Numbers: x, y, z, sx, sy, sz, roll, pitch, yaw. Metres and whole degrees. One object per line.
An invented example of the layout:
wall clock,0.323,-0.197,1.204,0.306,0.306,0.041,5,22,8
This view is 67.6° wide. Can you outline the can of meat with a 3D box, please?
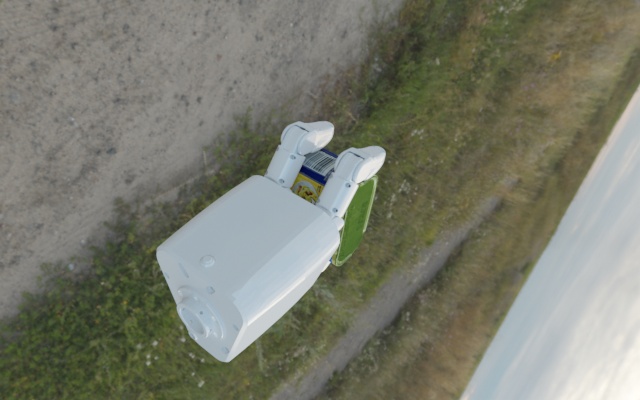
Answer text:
can of meat,0.000,0.002,0.451,0.084,0.102,0.057,29,43,24
